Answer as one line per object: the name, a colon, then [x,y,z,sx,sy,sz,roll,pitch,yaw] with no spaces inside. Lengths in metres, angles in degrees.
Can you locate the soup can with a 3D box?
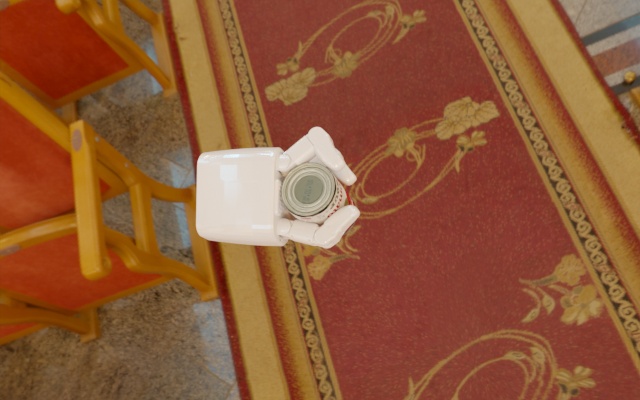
soup can: [0.000,0.002,0.584,0.068,0.068,0.102,0,-18,18]
